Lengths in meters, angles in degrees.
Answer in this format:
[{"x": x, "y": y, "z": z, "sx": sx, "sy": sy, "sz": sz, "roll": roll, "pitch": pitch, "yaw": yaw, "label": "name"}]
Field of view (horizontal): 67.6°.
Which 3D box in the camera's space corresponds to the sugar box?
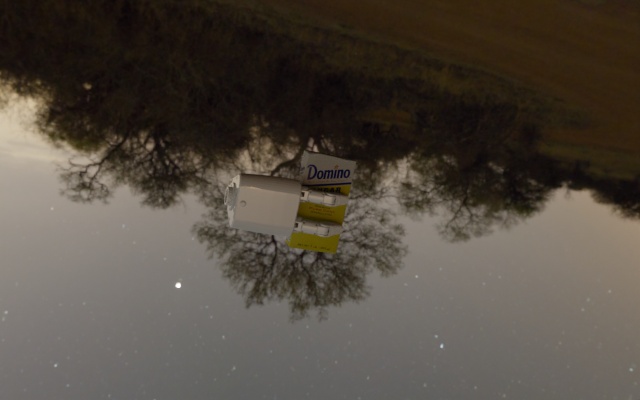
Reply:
[{"x": 0.000, "y": 0.003, "z": 0.871, "sx": 0.093, "sy": 0.176, "sz": 0.048, "roll": 9, "pitch": 10, "yaw": -17, "label": "sugar box"}]
